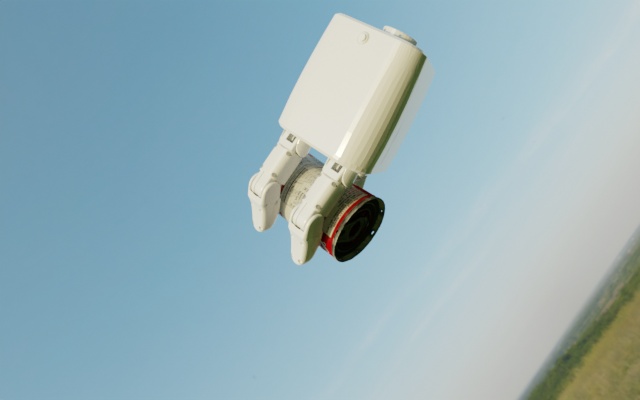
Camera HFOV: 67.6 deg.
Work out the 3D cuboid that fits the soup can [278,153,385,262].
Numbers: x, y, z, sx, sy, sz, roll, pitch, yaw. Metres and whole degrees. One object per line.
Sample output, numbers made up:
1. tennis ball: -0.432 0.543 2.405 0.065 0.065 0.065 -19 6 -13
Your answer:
1. soup can: 0.000 0.002 0.450 0.102 0.068 0.068 36 19 30
